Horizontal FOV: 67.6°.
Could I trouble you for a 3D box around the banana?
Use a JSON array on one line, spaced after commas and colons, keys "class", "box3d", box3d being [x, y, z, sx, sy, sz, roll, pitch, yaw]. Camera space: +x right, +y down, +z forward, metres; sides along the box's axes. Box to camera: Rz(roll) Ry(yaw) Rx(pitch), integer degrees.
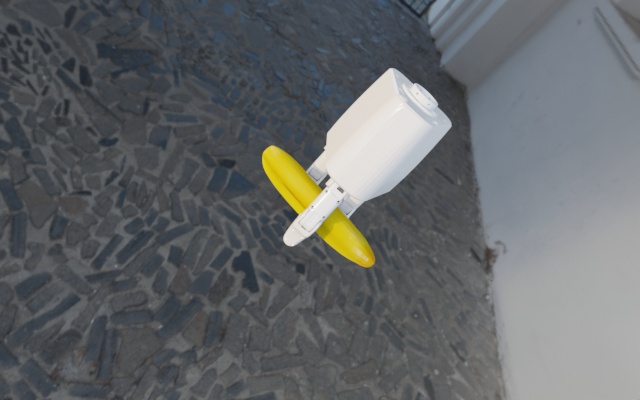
[{"class": "banana", "box3d": [-0.010, -0.002, 0.548, 0.037, 0.197, 0.069, -46, -19, 15]}]
